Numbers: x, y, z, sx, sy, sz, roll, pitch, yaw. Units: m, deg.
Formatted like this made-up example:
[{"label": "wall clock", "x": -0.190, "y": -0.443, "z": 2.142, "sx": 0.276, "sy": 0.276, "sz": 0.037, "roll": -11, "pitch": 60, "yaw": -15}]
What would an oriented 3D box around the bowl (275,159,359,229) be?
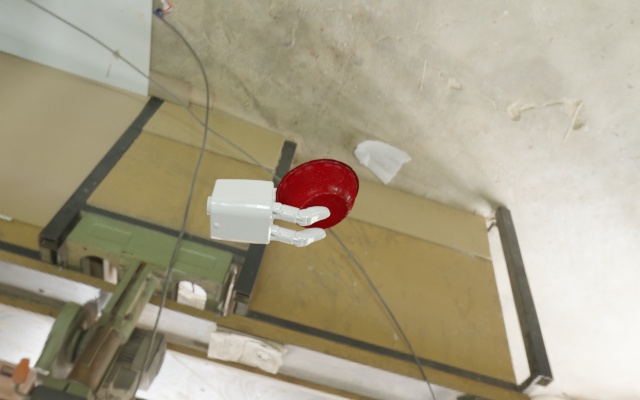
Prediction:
[{"label": "bowl", "x": 0.002, "y": 0.003, "z": 0.875, "sx": 0.162, "sy": 0.162, "sz": 0.055, "roll": 0, "pitch": 42, "yaw": -18}]
